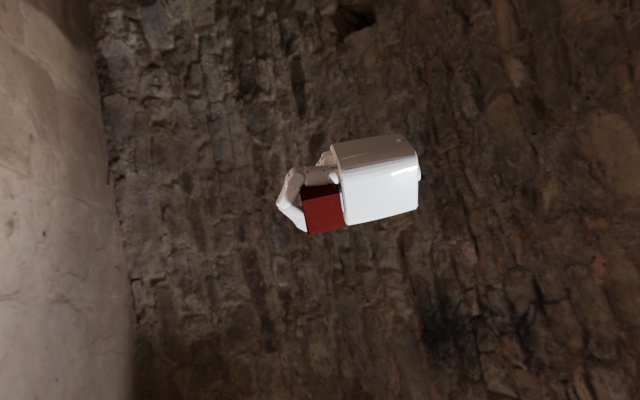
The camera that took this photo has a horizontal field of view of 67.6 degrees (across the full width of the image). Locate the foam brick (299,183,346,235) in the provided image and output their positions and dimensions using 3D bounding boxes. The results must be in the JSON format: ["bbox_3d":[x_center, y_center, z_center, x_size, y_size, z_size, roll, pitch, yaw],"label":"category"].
[{"bbox_3d":[0.000,0.002,0.647,0.051,0.053,0.078,-11,26,-2],"label":"foam brick"}]
